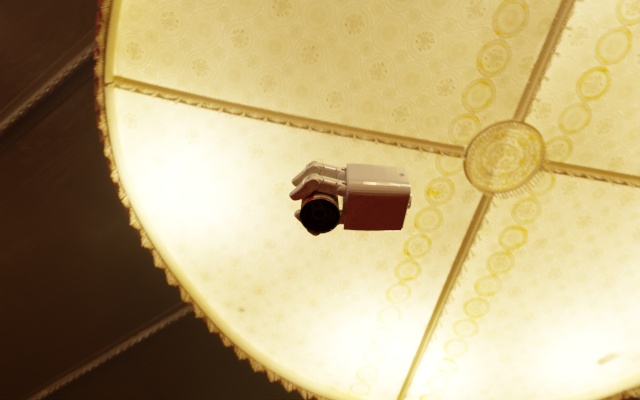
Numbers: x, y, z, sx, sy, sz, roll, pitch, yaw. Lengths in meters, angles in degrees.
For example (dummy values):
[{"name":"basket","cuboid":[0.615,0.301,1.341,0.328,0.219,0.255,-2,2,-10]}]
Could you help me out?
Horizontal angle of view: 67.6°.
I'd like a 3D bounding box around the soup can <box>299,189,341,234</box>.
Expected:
[{"name":"soup can","cuboid":[0.000,0.003,0.831,0.068,0.068,0.102,0,28,1]}]
